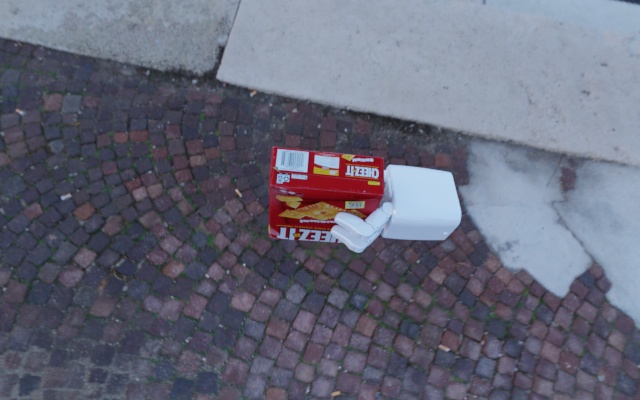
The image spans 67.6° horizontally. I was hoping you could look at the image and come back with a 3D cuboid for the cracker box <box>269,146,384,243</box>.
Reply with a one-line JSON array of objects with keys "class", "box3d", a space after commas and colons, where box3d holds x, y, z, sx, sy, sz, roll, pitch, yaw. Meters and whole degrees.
[{"class": "cracker box", "box3d": [0.000, 0.002, 0.764, 0.164, 0.072, 0.214, 5, -25, -4]}]
